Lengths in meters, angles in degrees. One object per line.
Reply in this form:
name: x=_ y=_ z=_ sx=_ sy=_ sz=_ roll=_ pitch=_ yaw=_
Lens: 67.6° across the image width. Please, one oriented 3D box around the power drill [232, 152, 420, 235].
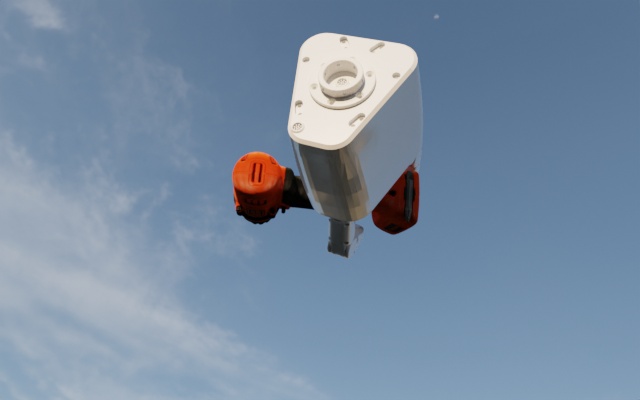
power drill: x=0.001 y=0.002 z=0.515 sx=0.187 sy=0.057 sz=0.184 roll=4 pitch=-11 yaw=-5
